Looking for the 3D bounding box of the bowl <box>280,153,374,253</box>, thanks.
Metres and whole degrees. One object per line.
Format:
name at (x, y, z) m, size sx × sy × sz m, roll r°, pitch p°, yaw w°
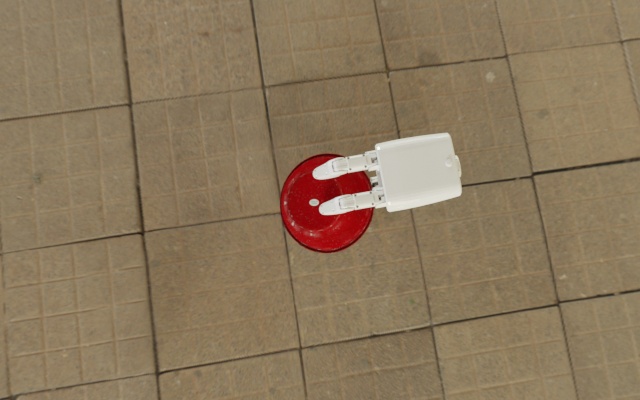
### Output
bowl at (-0.001, 0.003, 0.746) m, size 0.162 × 0.162 × 0.055 m, roll 0°, pitch -3°, yaw 19°
